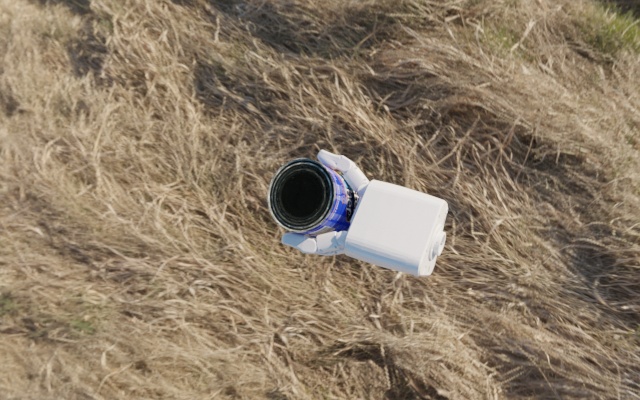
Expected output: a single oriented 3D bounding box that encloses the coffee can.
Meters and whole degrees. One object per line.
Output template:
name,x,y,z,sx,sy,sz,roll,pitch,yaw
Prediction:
coffee can,0.000,0.002,0.706,0.103,0.103,0.140,0,-8,24
